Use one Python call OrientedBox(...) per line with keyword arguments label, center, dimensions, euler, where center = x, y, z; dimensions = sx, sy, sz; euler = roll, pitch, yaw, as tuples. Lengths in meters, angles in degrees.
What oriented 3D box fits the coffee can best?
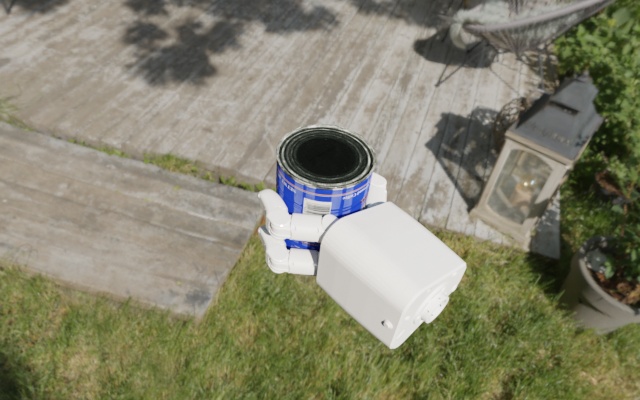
OrientedBox(label="coffee can", center=(0.000, 0.002, 0.533), dimensions=(0.103, 0.140, 0.102), euler=(3, 45, -3))
